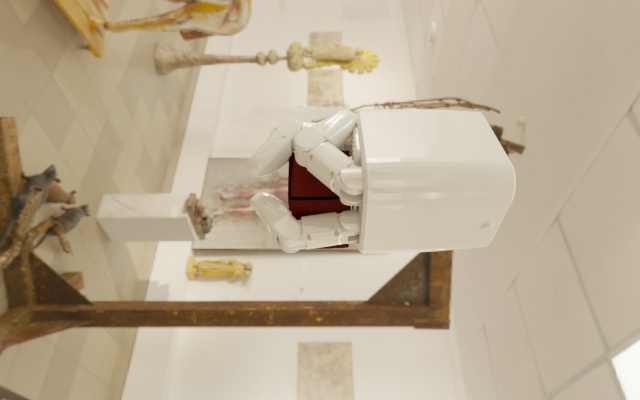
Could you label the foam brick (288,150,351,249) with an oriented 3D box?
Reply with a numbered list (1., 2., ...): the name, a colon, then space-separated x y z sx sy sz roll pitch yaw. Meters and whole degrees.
1. foam brick: 0.000 0.001 0.417 0.051 0.053 0.078 -2 -36 0
